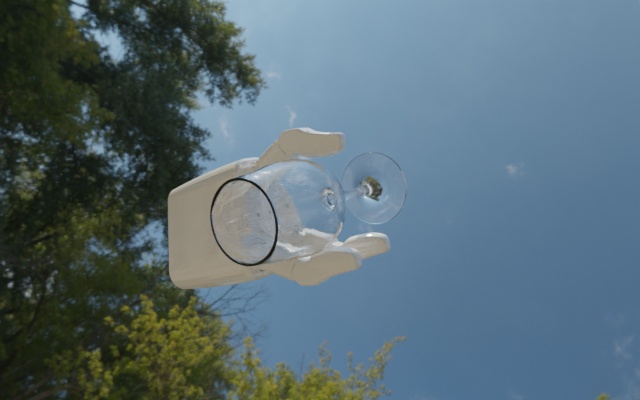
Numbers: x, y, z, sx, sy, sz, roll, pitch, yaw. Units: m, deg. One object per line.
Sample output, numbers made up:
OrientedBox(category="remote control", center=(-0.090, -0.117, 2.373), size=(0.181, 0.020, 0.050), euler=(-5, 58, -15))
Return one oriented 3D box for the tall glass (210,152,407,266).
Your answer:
OrientedBox(category="tall glass", center=(0.001, 0.001, 0.408), size=(0.079, 0.079, 0.201), euler=(0, 8, 33))
